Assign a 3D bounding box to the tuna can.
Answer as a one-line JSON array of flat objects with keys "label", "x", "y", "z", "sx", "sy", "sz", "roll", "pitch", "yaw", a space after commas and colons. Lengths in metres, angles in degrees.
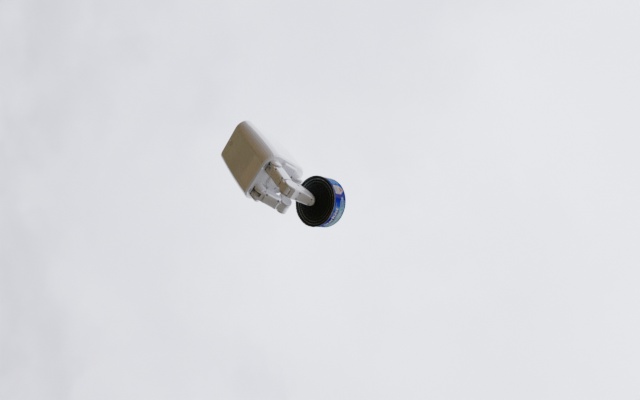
[{"label": "tuna can", "x": 0.001, "y": 0.003, "z": 0.795, "sx": 0.086, "sy": 0.086, "sz": 0.034, "roll": 0, "pitch": -5, "yaw": 41}]
